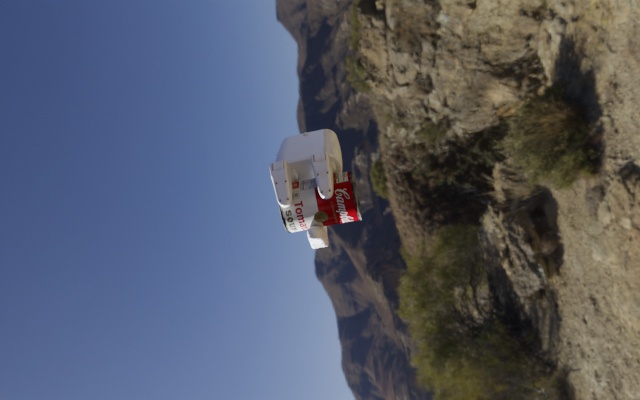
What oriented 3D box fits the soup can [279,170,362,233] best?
[{"bbox_3d":[0.000,0.003,0.645,0.102,0.068,0.068,-11,-1,7],"label":"soup can"}]
